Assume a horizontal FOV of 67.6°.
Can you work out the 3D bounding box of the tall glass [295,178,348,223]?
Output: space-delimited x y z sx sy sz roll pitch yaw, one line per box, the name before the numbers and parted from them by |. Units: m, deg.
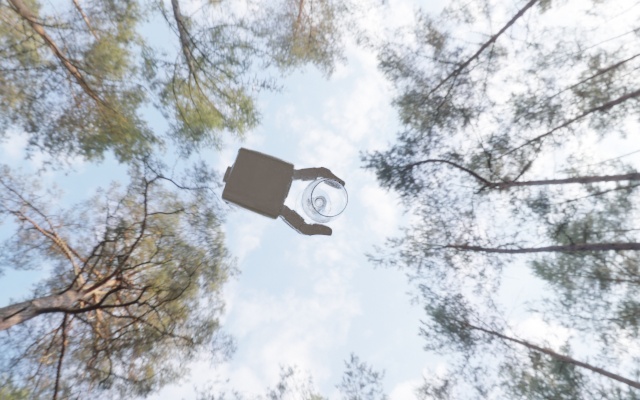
tall glass | 0.000 0.003 0.867 0.079 0.079 0.201 0 -4 -9
